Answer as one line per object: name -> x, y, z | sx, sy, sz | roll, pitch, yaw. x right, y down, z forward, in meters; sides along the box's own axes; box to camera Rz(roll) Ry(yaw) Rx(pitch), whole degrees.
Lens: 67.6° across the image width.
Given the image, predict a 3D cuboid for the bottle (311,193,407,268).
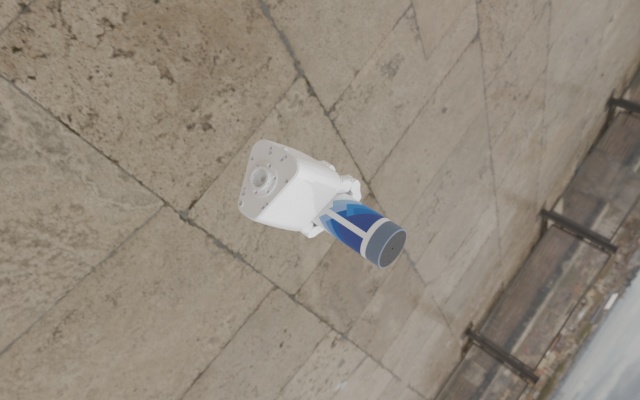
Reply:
bottle -> 0.000, 0.003, 0.766 | 0.295, 0.069, 0.069 | 33, 19, 32
